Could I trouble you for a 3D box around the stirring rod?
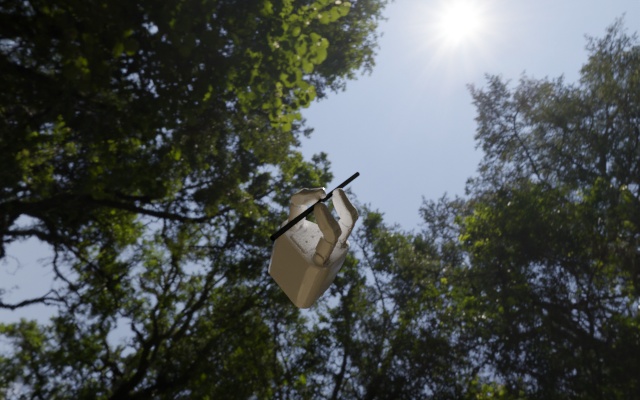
[{"bbox_3d":[0.000,0.002,0.712,0.011,0.011,0.239,0,23,35],"label":"stirring rod"}]
